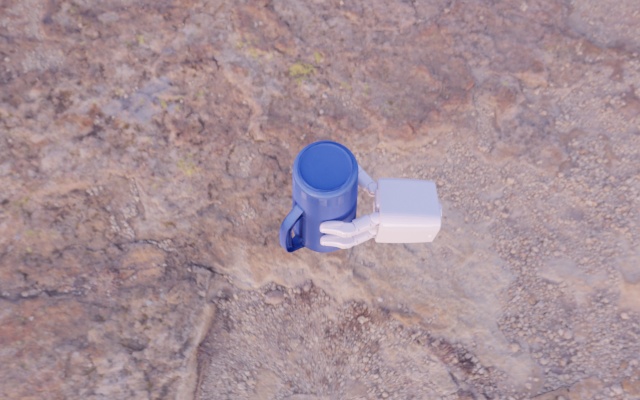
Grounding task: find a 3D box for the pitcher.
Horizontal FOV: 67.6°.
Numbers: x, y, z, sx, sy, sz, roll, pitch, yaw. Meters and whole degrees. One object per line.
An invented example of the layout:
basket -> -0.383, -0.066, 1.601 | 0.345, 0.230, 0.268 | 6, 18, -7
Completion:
pitcher -> 0.000, 0.003, 0.872 | 0.145, 0.149, 0.243 | 4, -25, 2
